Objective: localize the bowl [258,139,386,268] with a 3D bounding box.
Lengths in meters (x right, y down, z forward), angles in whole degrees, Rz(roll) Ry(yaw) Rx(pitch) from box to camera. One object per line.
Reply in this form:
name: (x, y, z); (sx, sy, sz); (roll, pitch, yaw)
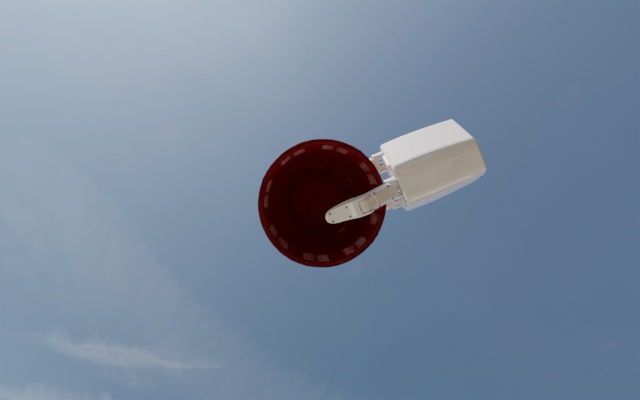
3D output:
bowl: (-0.001, 0.002, 0.617); (0.162, 0.162, 0.055); (0, 6, -8)
